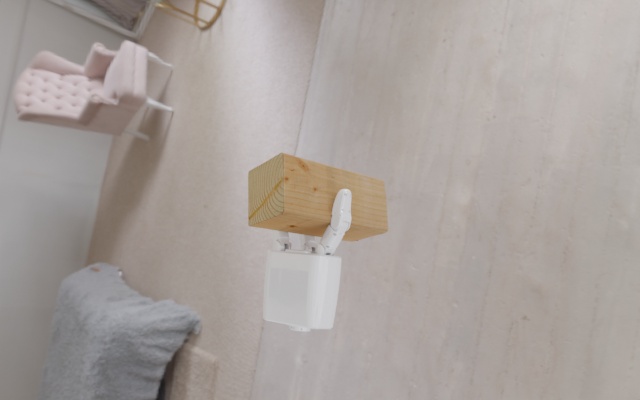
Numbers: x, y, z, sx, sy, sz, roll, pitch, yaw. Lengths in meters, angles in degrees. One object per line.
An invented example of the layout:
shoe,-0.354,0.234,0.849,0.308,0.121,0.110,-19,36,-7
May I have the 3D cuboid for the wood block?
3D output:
wood block,0.000,0.003,0.739,0.206,0.090,0.091,12,-22,-39
